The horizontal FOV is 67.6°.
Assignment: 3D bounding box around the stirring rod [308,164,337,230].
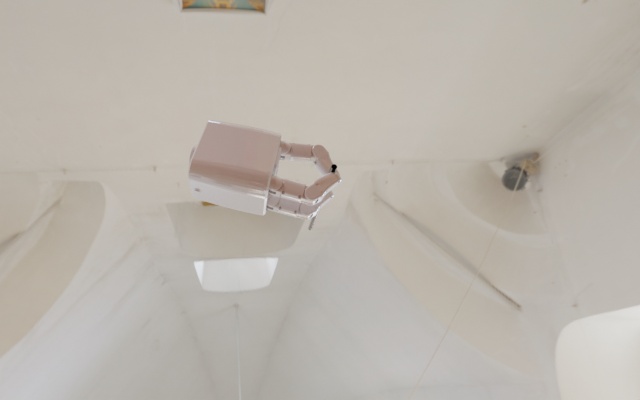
[{"bbox_3d":[0.000,0.002,0.743,0.011,0.011,0.240,0,-23,-9],"label":"stirring rod"}]
